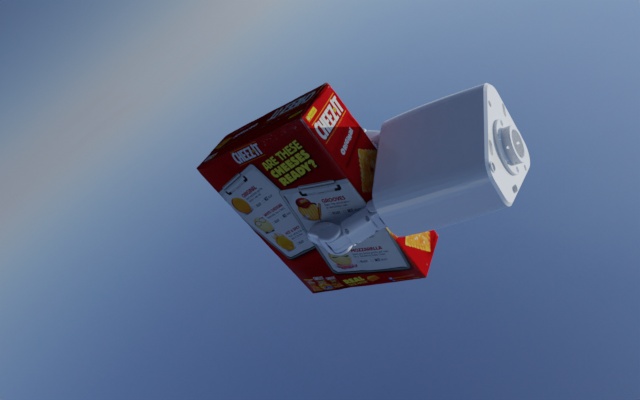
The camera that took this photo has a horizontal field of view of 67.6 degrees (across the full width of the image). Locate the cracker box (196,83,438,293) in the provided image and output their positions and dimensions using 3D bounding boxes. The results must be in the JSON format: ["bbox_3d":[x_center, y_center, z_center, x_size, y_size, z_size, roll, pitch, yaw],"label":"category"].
[{"bbox_3d":[0.000,0.002,0.513,0.164,0.214,0.072,-17,32,41],"label":"cracker box"}]
